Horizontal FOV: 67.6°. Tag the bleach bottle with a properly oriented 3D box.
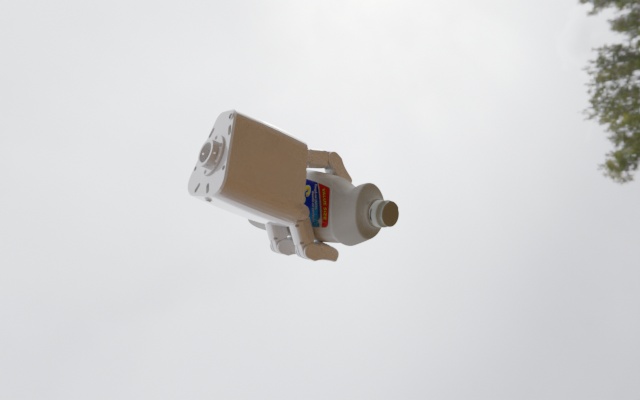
[{"bbox_3d":[0.000,0.002,0.619,0.068,0.102,0.251,21,-11,-38],"label":"bleach bottle"}]
